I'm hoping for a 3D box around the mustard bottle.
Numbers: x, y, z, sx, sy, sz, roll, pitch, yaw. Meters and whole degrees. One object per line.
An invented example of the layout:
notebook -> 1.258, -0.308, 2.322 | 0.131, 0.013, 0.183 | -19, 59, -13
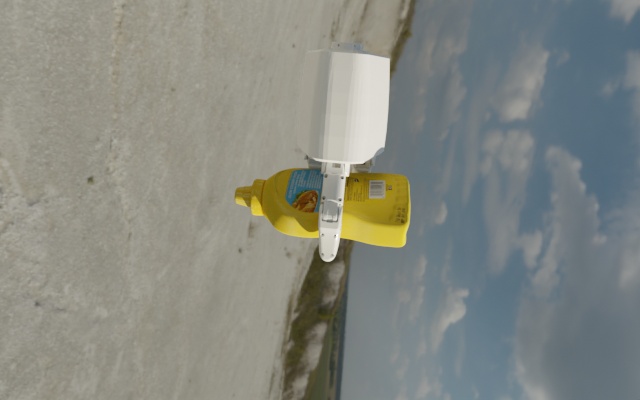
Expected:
mustard bottle -> 0.000, 0.002, 0.531 | 0.191, 0.058, 0.096 | 5, 40, 4
